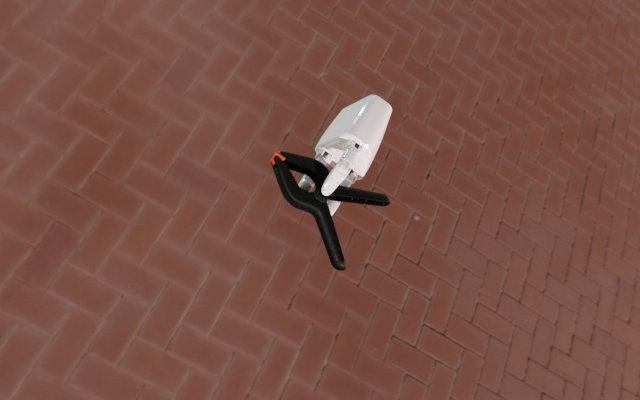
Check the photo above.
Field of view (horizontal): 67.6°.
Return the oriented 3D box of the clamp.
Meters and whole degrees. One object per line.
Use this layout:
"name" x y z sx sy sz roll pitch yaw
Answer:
"clamp" 0.000 0.002 0.773 0.210 0.164 0.036 35 -31 -7
